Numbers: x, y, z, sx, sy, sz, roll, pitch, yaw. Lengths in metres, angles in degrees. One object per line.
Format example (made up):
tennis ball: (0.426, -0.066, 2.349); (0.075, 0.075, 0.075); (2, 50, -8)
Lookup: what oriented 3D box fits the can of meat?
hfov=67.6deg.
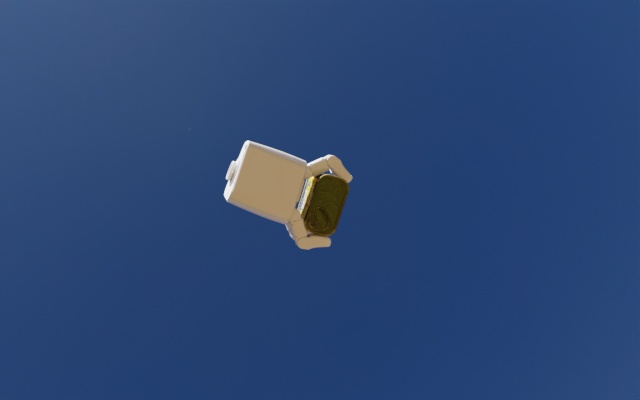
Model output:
can of meat: (0.000, 0.003, 0.829); (0.057, 0.102, 0.084); (17, 4, -17)
